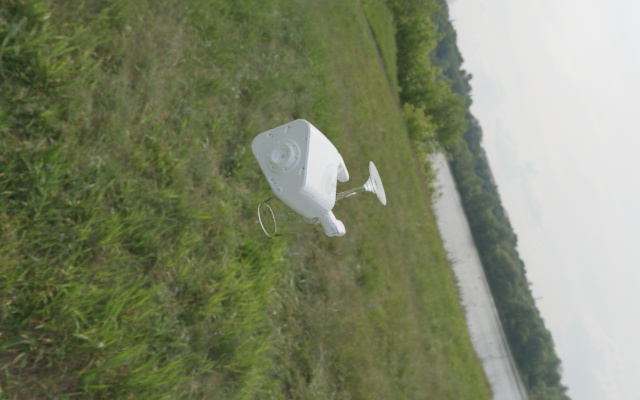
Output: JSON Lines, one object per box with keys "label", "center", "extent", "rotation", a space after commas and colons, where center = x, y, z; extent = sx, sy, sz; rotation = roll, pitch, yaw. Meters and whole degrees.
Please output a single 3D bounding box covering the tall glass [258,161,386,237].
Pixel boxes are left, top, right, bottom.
{"label": "tall glass", "center": [0.001, 0.002, 0.784], "extent": [0.201, 0.079, 0.079], "rotation": [-18, -5, 16]}
